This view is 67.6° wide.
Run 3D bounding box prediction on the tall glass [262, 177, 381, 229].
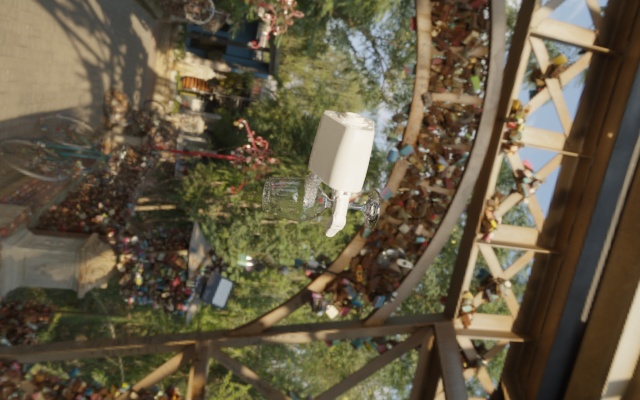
[{"bbox_3d":[0.001,0.003,0.844,0.201,0.079,0.079,7,-2,-16],"label":"tall glass"}]
